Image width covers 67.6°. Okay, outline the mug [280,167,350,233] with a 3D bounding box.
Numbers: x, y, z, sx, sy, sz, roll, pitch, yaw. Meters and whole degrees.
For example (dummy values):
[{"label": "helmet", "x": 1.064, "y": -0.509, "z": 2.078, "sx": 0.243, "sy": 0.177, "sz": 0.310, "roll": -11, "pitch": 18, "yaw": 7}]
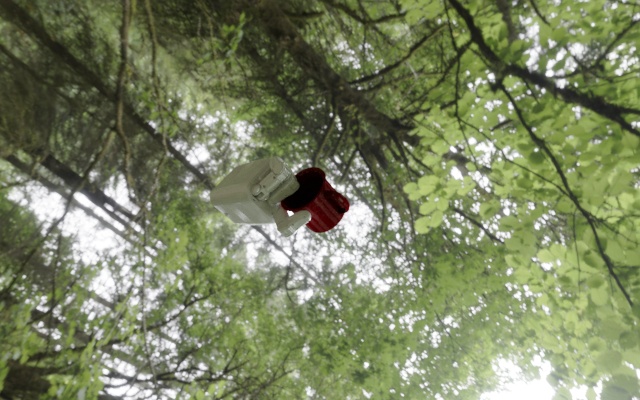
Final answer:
[{"label": "mug", "x": 0.001, "y": 0.003, "z": 0.821, "sx": 0.117, "sy": 0.093, "sz": 0.081, "roll": -2, "pitch": -36, "yaw": 40}]
